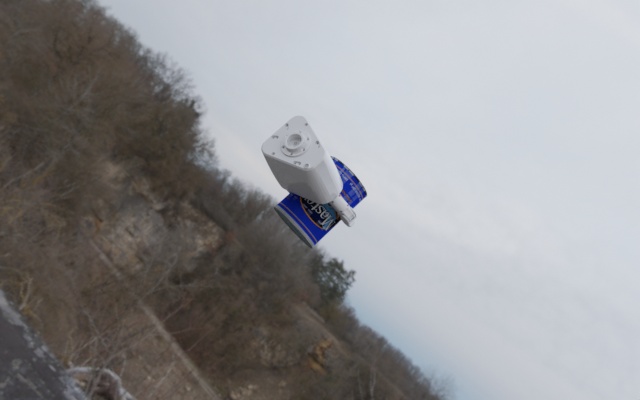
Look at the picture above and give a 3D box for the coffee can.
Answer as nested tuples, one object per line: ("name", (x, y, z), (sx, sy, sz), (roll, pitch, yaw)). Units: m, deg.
("coffee can", (0.000, 0.003, 0.871), (0.140, 0.103, 0.103), (-43, 8, -9))
